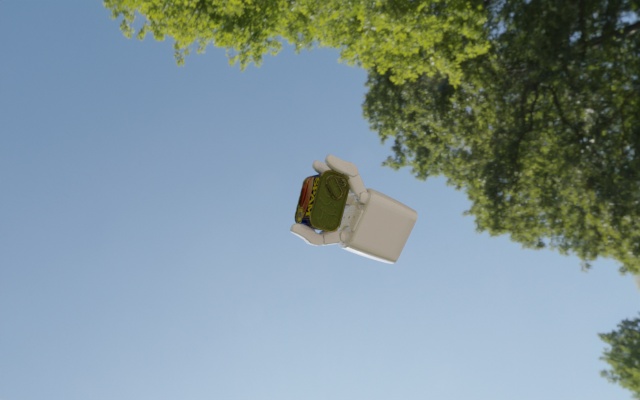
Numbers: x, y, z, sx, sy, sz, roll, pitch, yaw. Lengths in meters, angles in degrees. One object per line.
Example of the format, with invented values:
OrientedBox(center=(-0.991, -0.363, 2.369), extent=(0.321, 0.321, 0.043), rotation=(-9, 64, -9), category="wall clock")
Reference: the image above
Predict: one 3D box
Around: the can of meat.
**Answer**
OrientedBox(center=(0.000, 0.003, 0.825), extent=(0.057, 0.102, 0.084), rotation=(18, -10, -22), category="can of meat")
